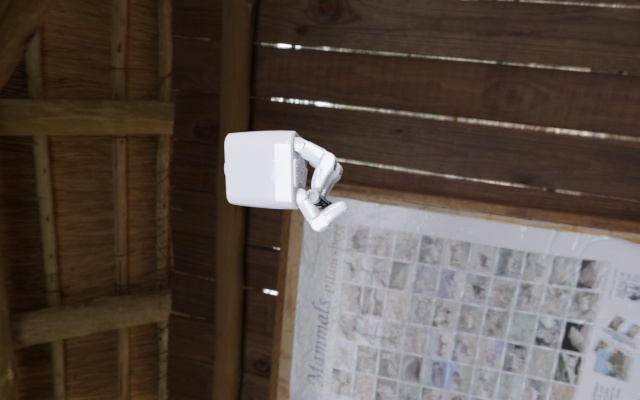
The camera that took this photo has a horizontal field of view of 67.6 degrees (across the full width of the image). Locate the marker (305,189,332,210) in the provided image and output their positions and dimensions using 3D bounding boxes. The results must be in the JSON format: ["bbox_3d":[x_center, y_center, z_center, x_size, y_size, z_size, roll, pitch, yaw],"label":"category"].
[{"bbox_3d":[0.000,0.002,0.705,0.020,0.020,0.121,0,-8,11],"label":"marker"}]
